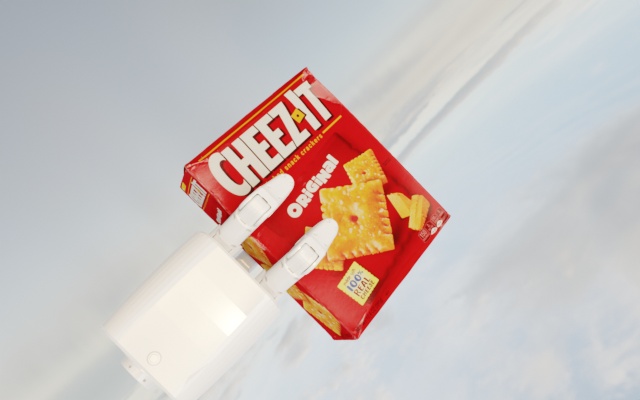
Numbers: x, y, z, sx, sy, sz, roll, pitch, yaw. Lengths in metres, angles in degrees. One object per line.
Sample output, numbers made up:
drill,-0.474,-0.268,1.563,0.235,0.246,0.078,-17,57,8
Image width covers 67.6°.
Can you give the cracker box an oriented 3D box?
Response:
cracker box,0.000,0.002,0.465,0.164,0.214,0.072,-46,3,-25
